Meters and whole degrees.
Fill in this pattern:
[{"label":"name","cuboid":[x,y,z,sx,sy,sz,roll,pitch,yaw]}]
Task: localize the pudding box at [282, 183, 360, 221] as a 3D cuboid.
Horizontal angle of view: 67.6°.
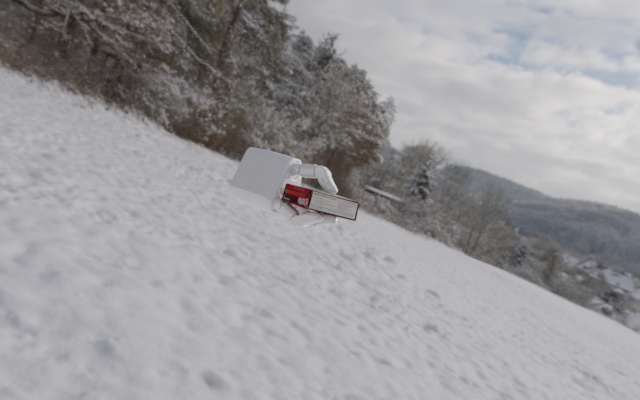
[{"label":"pudding box","cuboid":[0.000,0.003,0.863,0.113,0.039,0.090,12,3,-36]}]
